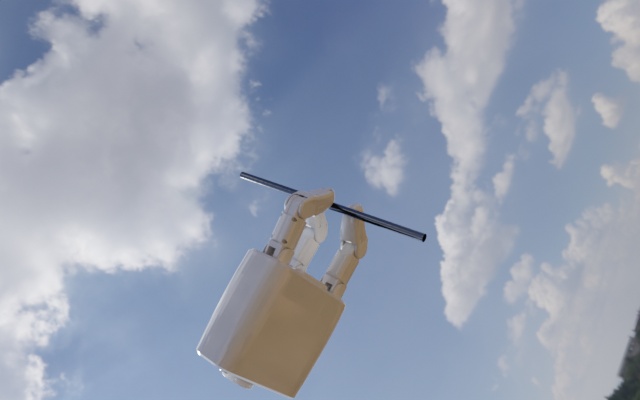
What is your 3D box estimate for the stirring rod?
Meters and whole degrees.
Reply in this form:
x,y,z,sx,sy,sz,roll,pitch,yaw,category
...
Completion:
x,y,z,sx,sy,sz,roll,pitch,yaw,category
0.000,0.002,0.495,0.239,0.011,0.011,19,11,35,stirring rod
